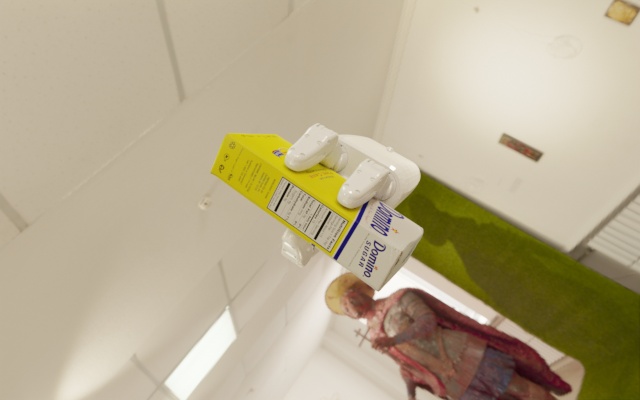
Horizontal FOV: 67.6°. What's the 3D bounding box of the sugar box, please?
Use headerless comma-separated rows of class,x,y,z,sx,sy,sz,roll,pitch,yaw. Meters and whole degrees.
sugar box,0.000,0.001,0.417,0.176,0.048,0.093,31,18,16
